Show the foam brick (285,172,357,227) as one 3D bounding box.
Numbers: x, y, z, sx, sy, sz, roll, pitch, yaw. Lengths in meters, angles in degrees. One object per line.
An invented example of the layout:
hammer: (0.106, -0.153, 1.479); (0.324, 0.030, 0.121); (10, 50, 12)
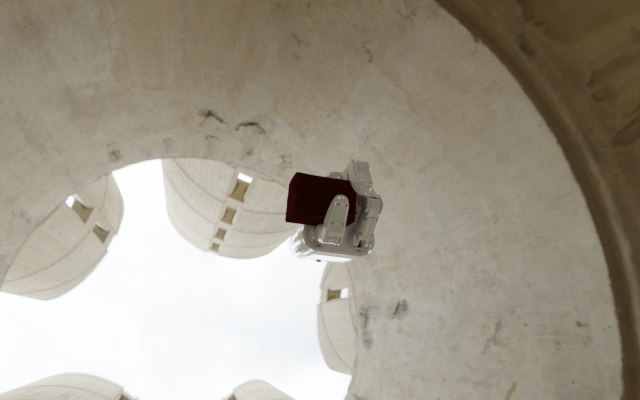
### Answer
foam brick: (0.000, 0.002, 0.583); (0.078, 0.053, 0.051); (9, -16, -15)
